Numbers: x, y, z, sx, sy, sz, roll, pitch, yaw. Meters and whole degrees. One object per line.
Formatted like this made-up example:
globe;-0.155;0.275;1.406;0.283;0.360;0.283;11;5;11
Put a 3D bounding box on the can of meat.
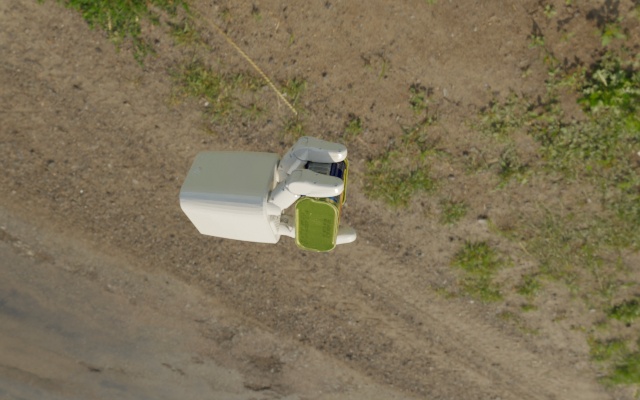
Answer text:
can of meat;0.000;0.002;0.590;0.057;0.084;0.102;7;-43;4
